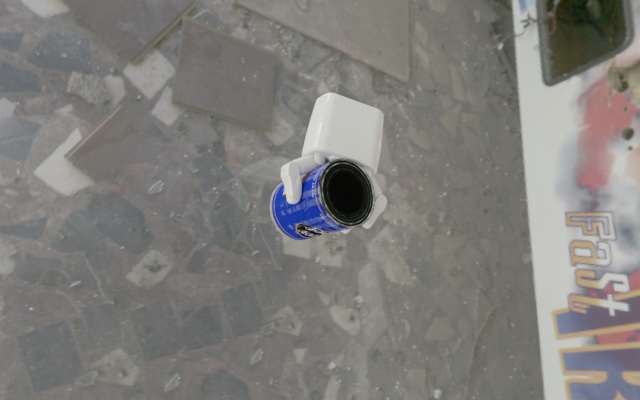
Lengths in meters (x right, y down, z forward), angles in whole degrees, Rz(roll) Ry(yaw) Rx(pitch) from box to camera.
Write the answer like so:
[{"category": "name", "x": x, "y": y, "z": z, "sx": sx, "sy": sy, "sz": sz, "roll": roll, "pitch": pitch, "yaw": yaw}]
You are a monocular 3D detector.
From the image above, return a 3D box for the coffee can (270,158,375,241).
[{"category": "coffee can", "x": 0.000, "y": 0.003, "z": 0.735, "sx": 0.103, "sy": 0.103, "sz": 0.140, "roll": 0, "pitch": -11, "yaw": -36}]
